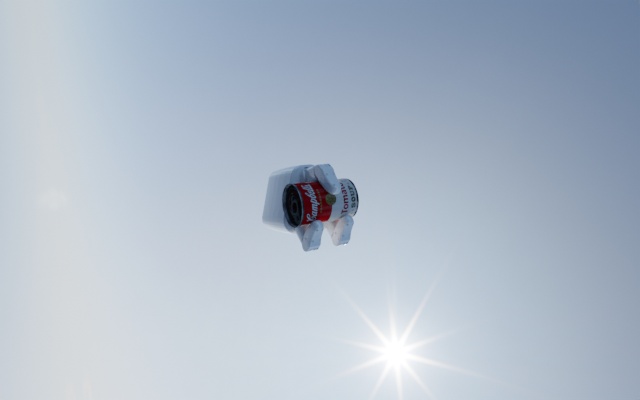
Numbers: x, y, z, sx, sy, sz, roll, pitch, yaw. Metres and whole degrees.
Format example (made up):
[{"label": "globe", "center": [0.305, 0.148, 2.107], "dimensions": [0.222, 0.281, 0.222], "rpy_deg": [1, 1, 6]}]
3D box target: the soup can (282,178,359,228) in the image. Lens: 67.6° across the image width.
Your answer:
[{"label": "soup can", "center": [0.001, 0.002, 0.748], "dimensions": [0.102, 0.068, 0.068], "rpy_deg": [-7, 4, -29]}]
